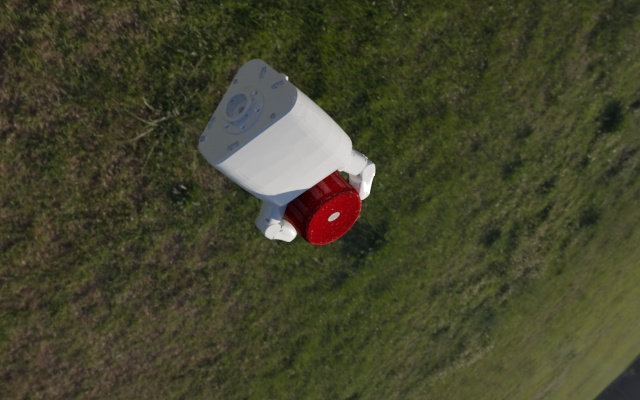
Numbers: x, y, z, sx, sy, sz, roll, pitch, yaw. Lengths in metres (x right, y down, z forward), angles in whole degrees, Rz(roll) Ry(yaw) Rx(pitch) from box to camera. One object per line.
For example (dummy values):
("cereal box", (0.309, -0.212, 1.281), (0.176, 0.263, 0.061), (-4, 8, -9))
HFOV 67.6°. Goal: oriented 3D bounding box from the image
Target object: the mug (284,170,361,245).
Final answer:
("mug", (0.001, 0.003, 0.574), (0.081, 0.093, 0.117), (48, 9, 37))
